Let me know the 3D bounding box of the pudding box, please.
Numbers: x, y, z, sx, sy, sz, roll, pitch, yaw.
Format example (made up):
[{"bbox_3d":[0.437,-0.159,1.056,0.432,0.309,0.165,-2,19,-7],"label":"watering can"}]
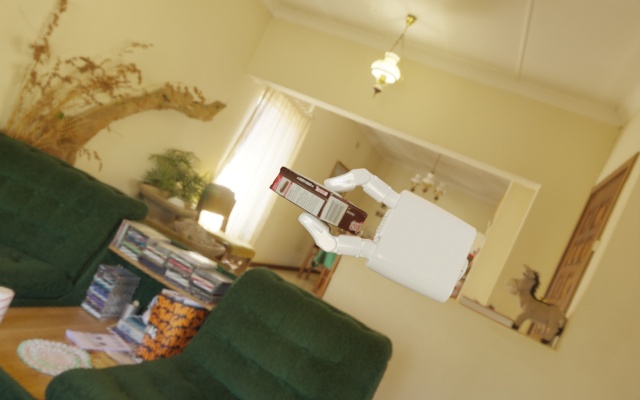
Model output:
[{"bbox_3d":[0.000,0.002,0.627,0.090,0.039,0.113,29,-1,32],"label":"pudding box"}]
